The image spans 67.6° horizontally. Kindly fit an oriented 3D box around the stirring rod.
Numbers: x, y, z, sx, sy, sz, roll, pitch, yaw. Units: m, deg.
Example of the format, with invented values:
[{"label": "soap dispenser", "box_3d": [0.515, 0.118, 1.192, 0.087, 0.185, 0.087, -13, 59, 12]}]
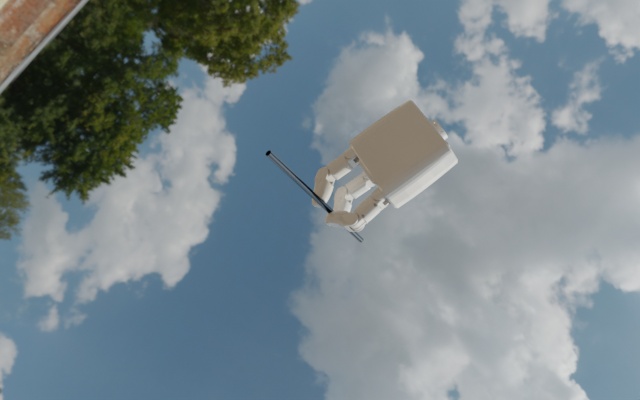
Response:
[{"label": "stirring rod", "box_3d": [0.000, 0.002, 0.664, 0.011, 0.011, 0.240, 0, -30, 38]}]
